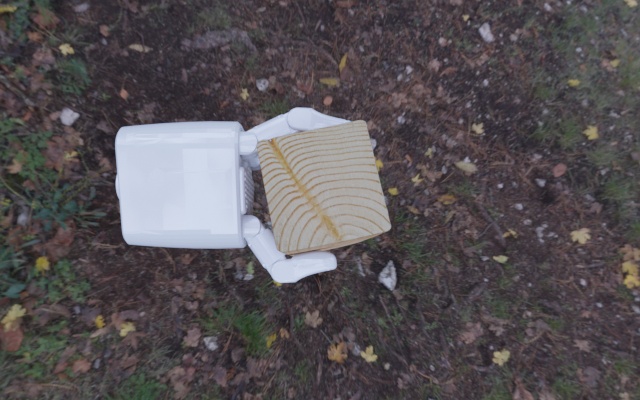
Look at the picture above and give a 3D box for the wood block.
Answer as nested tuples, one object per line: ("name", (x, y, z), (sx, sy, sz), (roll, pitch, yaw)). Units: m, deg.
("wood block", (0.000, 0.002, 0.465), (0.090, 0.091, 0.206), (-12, -7, -2))
